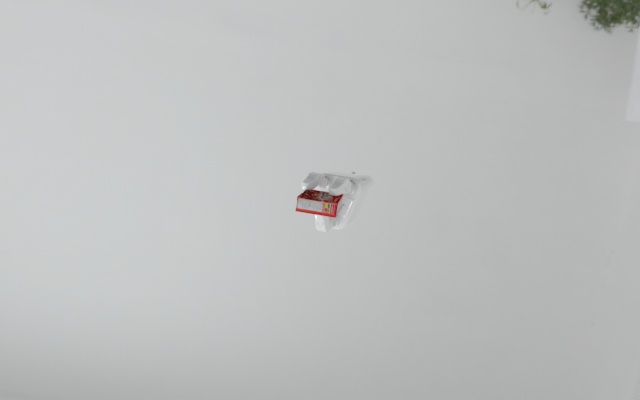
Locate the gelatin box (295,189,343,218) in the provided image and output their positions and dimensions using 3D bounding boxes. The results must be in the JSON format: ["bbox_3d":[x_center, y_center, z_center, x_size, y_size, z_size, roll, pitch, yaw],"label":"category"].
[{"bbox_3d":[0.000,0.003,0.865,0.073,0.030,0.089,10,13,8],"label":"gelatin box"}]
